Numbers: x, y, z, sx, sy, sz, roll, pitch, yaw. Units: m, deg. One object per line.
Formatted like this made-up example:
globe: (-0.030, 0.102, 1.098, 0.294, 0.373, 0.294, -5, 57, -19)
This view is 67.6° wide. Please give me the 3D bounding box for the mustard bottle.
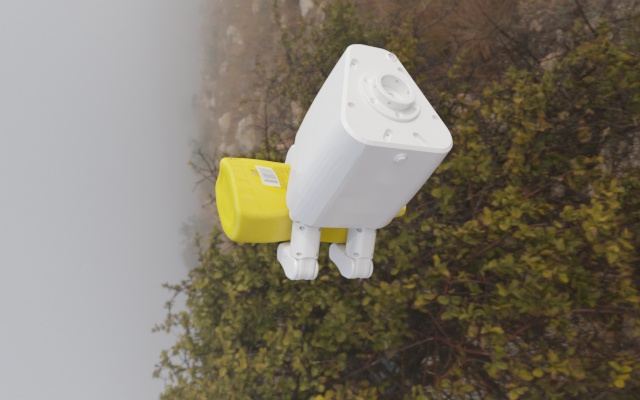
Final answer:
mustard bottle: (0.000, 0.002, 0.468, 0.191, 0.058, 0.096, 3, 31, -25)
